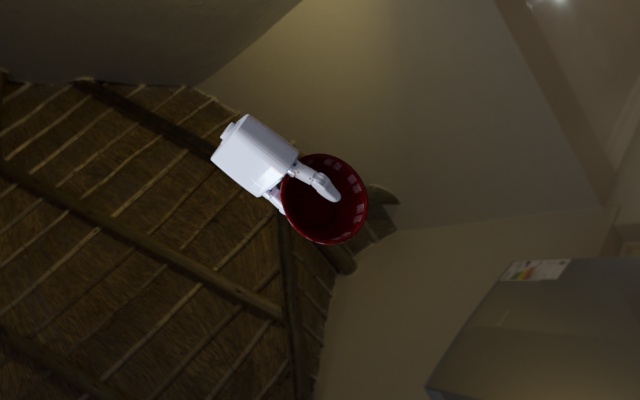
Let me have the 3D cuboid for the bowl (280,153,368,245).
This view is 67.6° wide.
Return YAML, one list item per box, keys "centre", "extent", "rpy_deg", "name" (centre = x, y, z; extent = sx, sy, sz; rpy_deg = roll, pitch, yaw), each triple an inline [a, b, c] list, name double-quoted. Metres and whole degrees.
- centre: [0.001, 0.004, 0.831]
  extent: [0.162, 0.162, 0.055]
  rpy_deg: [0, -17, -23]
  name: "bowl"
